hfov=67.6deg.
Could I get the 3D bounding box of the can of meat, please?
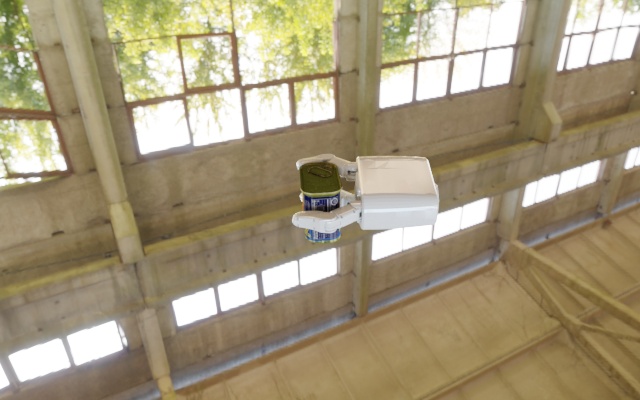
[{"bbox_3d":[0.000,0.003,0.700,0.057,0.084,0.102,-4,29,-3],"label":"can of meat"}]
